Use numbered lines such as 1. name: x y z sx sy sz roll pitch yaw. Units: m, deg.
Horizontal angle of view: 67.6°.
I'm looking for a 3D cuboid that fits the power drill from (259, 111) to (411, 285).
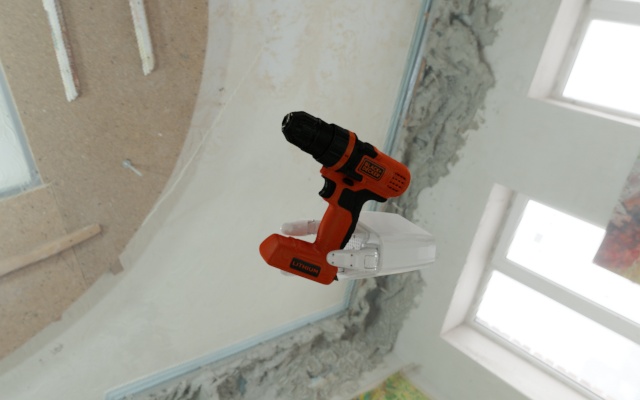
1. power drill: 0.000 0.002 0.589 0.184 0.188 0.057 25 13 -25
